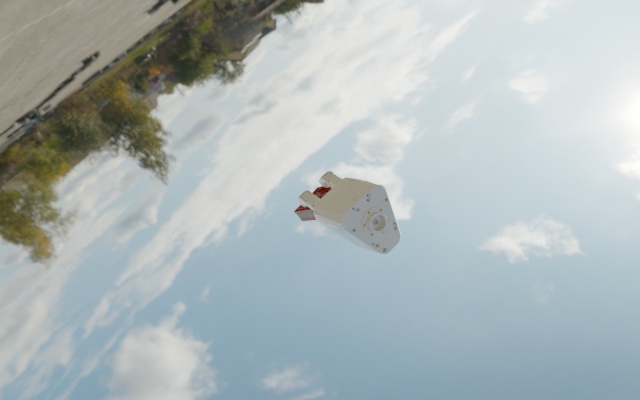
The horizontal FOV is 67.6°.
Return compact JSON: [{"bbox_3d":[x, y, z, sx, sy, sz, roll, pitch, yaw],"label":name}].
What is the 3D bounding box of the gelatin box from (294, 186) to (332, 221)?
[{"bbox_3d":[0.000,0.003,0.898,0.073,0.030,0.089,-47,17,-25],"label":"gelatin box"}]
